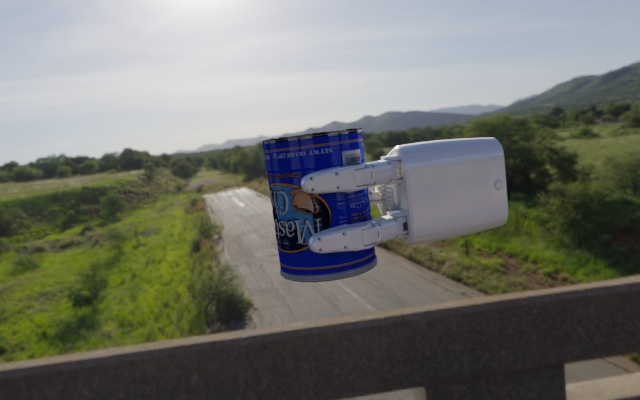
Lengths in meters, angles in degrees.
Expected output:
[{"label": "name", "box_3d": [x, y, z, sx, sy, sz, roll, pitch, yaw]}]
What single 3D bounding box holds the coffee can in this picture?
[{"label": "coffee can", "box_3d": [0.000, 0.002, 0.493, 0.103, 0.140, 0.103, -7, 7, 1]}]
